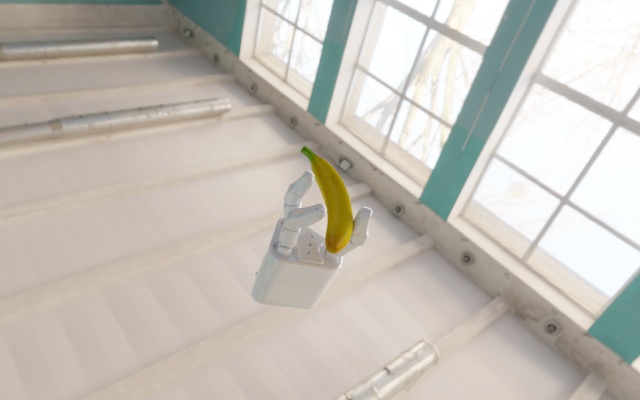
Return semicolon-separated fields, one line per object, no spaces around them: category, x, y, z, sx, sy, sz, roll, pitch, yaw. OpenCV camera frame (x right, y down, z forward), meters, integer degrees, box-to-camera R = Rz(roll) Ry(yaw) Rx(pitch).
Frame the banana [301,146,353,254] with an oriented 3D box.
banana;0.015;0.004;0.687;0.069;0.197;0.037;14;-50;-31
